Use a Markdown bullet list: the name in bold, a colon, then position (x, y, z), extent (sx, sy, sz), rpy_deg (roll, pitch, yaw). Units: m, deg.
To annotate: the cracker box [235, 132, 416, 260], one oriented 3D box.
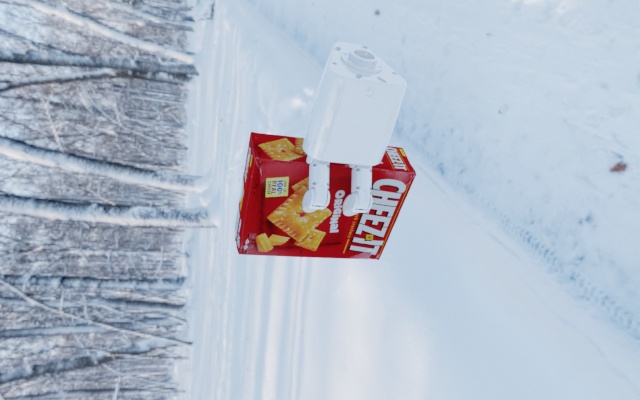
- **cracker box**: position (0.000, 0.002, 0.651), extent (0.214, 0.164, 0.072), rpy_deg (4, 38, -17)
